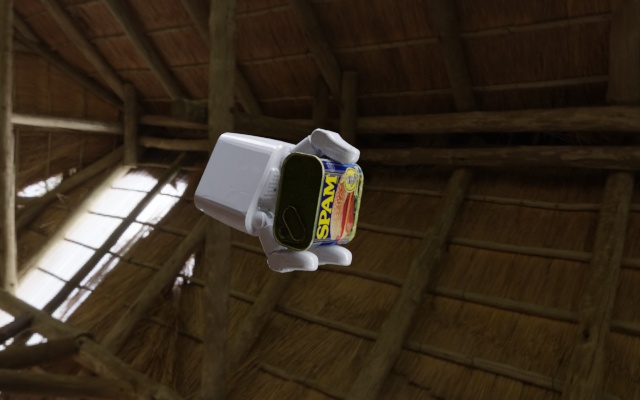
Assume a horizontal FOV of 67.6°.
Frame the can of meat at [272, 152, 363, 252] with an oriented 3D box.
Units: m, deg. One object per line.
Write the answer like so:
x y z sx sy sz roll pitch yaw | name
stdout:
0.000 0.002 0.531 0.057 0.102 0.084 14 8 37 | can of meat
